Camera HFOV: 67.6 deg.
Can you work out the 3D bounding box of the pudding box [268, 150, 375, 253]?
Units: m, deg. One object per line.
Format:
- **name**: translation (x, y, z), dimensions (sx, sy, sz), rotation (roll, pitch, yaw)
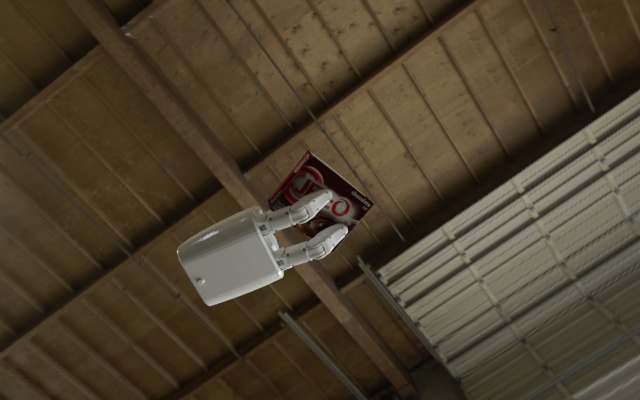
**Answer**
- **pudding box**: translation (0.000, 0.002, 0.637), dimensions (0.113, 0.090, 0.039), rotation (36, 10, -21)
